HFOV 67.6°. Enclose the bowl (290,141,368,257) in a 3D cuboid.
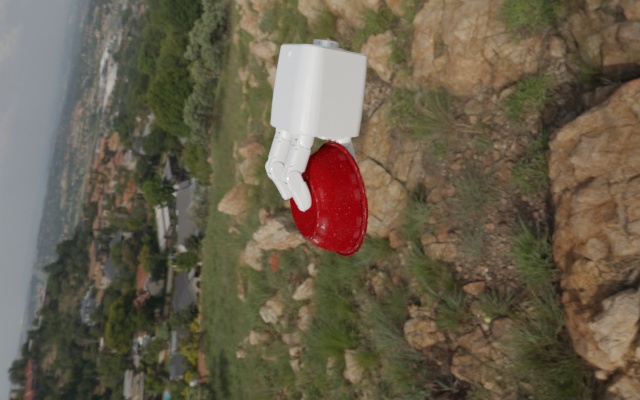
[{"bbox_3d":[0.000,0.004,0.653,0.055,0.162,0.162,-10,4,-26],"label":"bowl"}]
